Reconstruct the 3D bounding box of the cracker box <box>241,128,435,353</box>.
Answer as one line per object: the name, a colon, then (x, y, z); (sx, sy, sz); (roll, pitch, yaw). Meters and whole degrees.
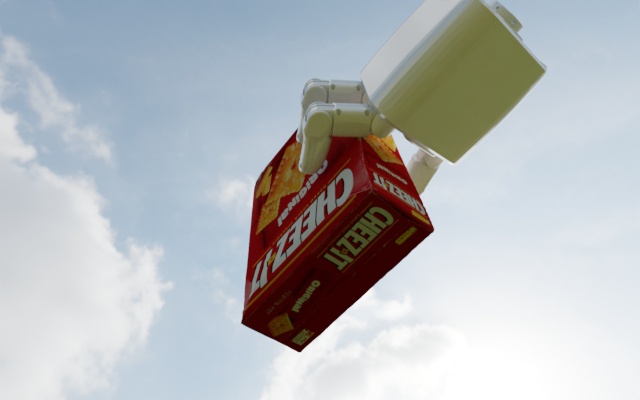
cracker box: (0.000, 0.001, 0.447); (0.072, 0.164, 0.213); (31, 26, -22)
